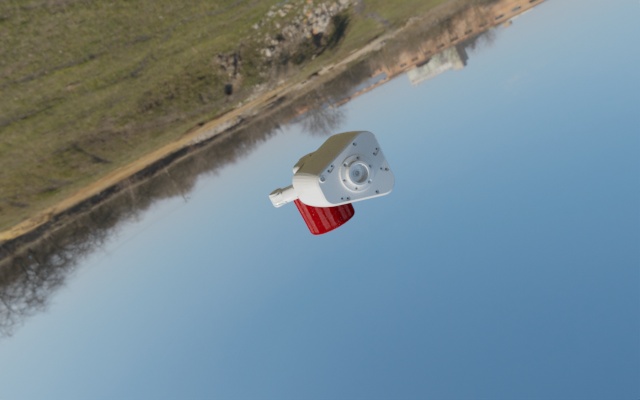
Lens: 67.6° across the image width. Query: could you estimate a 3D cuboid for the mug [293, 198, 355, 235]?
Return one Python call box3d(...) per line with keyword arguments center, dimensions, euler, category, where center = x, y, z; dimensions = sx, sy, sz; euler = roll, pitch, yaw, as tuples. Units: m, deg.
box3d(center=(0.000, 0.003, 0.788), dimensions=(0.093, 0.081, 0.117), euler=(-31, 11, -14), category="mug")
